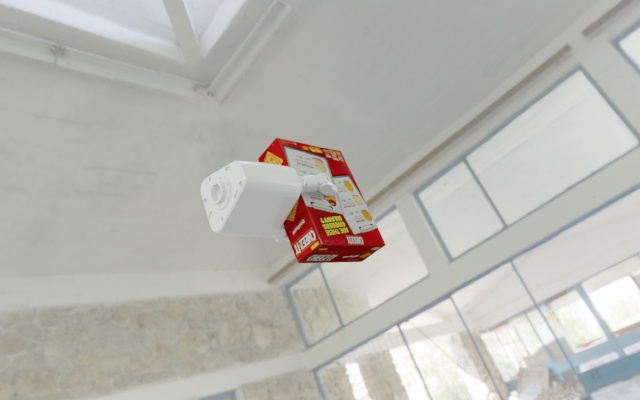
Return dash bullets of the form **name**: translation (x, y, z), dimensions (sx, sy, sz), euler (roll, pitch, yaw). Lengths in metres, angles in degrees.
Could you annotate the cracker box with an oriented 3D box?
- **cracker box**: translation (0.000, 0.002, 0.835), dimensions (0.164, 0.213, 0.072), euler (6, -38, -45)
